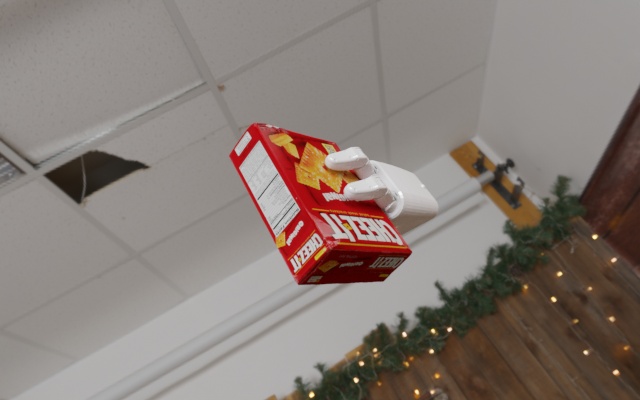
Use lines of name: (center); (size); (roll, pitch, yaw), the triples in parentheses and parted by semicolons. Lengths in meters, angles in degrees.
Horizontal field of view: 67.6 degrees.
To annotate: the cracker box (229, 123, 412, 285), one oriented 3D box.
cracker box: (0.000, 0.002, 0.617); (0.164, 0.213, 0.072); (8, -50, -47)
